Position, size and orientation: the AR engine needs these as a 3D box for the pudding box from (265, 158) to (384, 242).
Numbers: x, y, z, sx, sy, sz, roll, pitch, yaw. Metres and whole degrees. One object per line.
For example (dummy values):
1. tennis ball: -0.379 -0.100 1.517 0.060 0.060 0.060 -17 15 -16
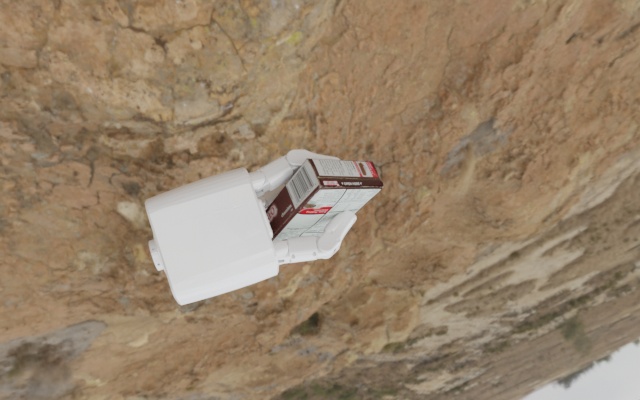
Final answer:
1. pudding box: 0.000 0.002 0.522 0.090 0.039 0.113 -2 -30 -38
